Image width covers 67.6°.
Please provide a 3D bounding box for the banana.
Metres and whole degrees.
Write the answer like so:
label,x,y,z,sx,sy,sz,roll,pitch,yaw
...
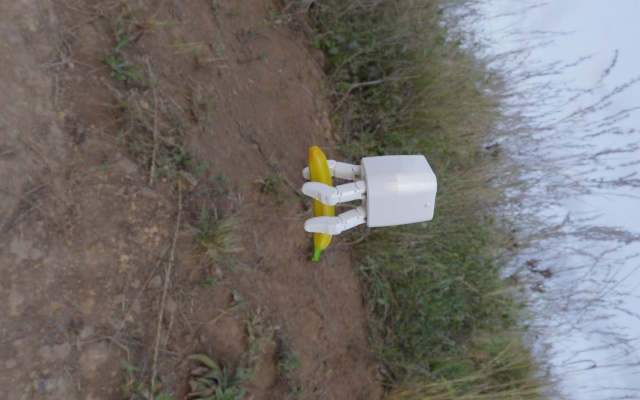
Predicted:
label,x,y,z,sx,sy,sz,roll,pitch,yaw
banana,0.002,-0.001,0.797,0.037,0.198,0.069,-1,20,7
